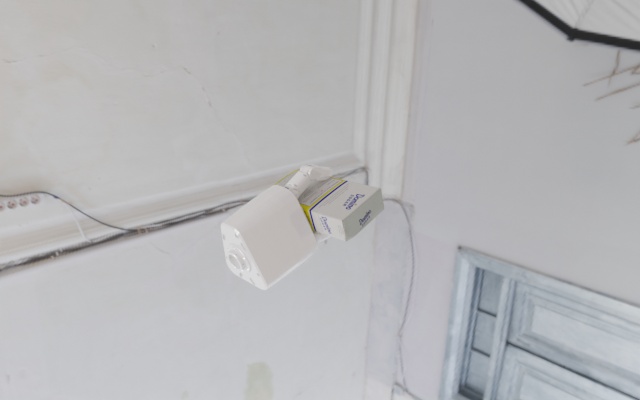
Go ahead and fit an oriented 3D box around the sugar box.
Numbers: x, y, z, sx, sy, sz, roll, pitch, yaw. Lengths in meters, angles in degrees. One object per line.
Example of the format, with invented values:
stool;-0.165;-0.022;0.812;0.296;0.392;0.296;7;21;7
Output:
sugar box;0.000;0.003;0.738;0.176;0.048;0.093;19;44;40
